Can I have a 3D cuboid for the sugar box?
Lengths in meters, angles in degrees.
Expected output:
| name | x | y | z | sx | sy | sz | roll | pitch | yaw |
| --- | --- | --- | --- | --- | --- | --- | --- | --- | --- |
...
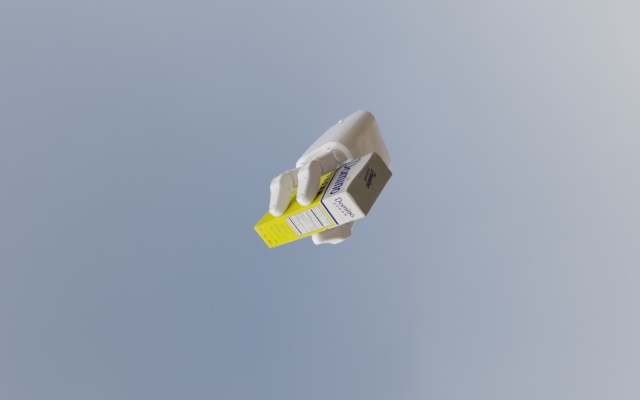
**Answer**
| name | x | y | z | sx | sy | sz | roll | pitch | yaw |
| --- | --- | --- | --- | --- | --- | --- | --- | --- | --- |
| sugar box | 0.000 | 0.002 | 0.619 | 0.176 | 0.048 | 0.093 | -25 | 19 | 43 |
